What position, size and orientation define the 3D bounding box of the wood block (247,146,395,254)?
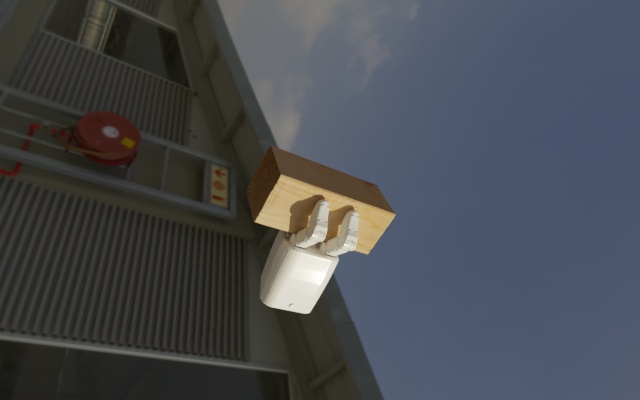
[{"bbox_3d":[0.000,0.003,0.753,0.206,0.090,0.090,18,26,-28],"label":"wood block"}]
